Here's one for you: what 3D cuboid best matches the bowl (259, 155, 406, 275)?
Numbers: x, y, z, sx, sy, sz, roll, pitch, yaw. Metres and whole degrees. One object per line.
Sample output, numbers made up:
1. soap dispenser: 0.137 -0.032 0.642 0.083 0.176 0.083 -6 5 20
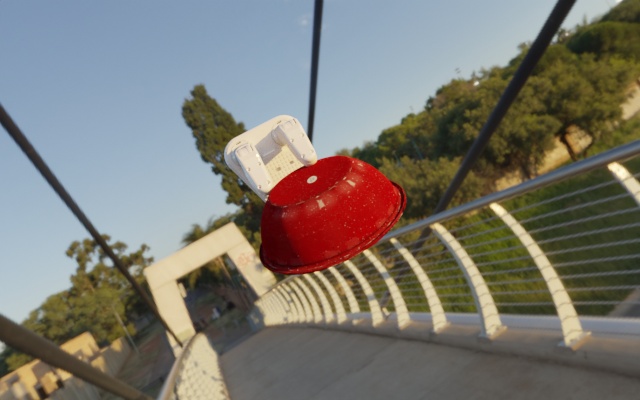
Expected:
1. bowl: 0.001 0.001 0.476 0.162 0.055 0.162 -21 24 10
